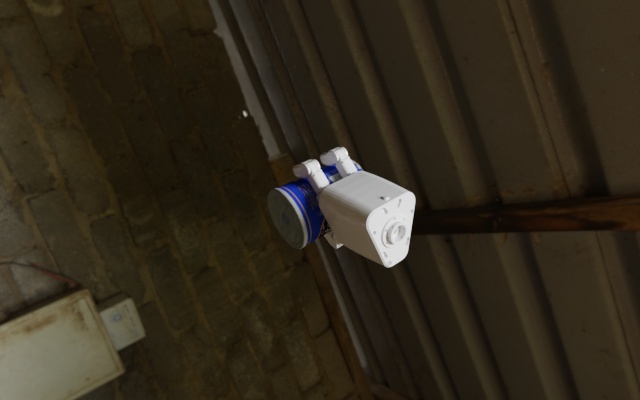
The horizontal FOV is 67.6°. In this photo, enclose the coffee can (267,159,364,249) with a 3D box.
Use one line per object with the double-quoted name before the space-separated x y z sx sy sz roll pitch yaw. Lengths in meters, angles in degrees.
"coffee can" 0.000 0.003 0.773 0.140 0.103 0.103 -27 13 -27
